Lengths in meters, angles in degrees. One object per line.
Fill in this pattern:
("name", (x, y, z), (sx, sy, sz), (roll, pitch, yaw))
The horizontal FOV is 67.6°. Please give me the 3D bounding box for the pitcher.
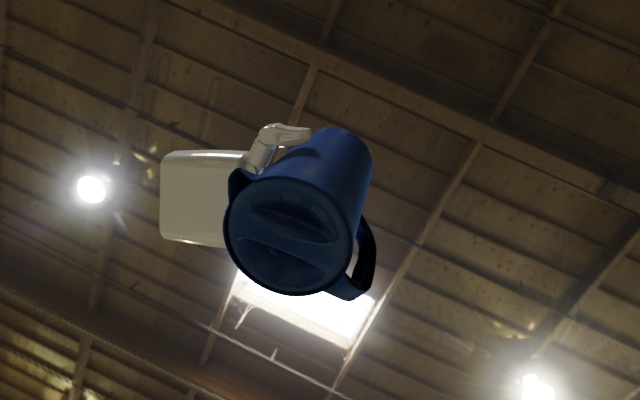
("pitcher", (0.000, 0.002, 0.567), (0.145, 0.149, 0.242), (4, 24, 13))
